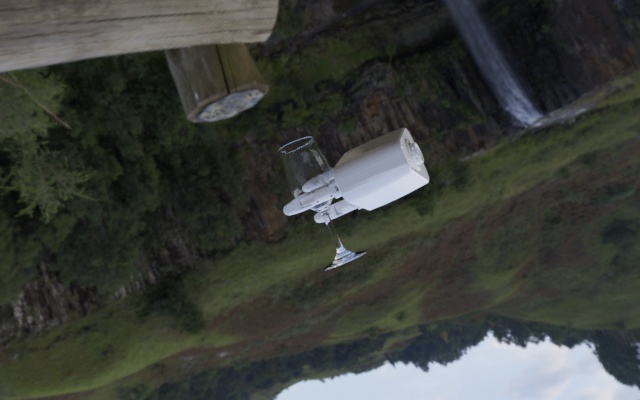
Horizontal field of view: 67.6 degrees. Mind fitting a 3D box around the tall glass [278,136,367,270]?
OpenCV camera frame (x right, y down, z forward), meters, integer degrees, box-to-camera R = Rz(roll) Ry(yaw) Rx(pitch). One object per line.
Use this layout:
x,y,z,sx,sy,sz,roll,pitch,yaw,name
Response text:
0.000,0.003,0.750,0.079,0.201,0.079,-23,-3,-1,tall glass
